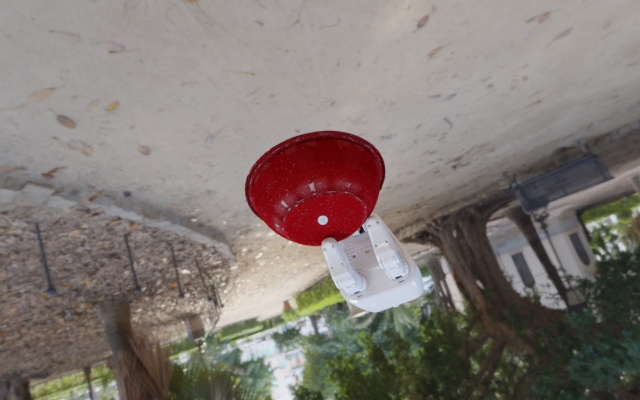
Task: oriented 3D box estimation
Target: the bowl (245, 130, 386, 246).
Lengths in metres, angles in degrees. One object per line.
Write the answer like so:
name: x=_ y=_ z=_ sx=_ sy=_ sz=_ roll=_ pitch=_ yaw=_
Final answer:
bowl: x=-0.001 y=0.001 z=0.524 sx=0.162 sy=0.055 sz=0.162 roll=-8 pitch=-41 yaw=-7
